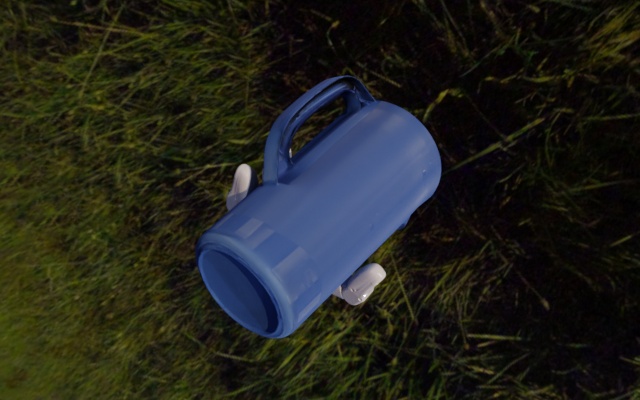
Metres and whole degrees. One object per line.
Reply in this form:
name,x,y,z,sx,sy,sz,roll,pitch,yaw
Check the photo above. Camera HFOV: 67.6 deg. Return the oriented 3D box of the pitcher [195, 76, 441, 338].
pitcher,0.000,0.002,0.451,0.242,0.149,0.145,-42,-14,-39
